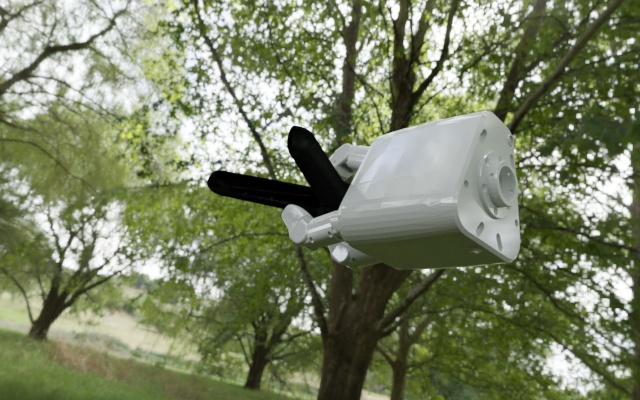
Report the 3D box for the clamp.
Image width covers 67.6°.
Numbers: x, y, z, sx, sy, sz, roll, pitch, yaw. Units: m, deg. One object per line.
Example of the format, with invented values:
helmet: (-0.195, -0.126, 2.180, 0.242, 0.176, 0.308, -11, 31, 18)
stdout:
clamp: (0.001, 0.001, 0.478, 0.210, 0.036, 0.164, 29, -26, -36)
